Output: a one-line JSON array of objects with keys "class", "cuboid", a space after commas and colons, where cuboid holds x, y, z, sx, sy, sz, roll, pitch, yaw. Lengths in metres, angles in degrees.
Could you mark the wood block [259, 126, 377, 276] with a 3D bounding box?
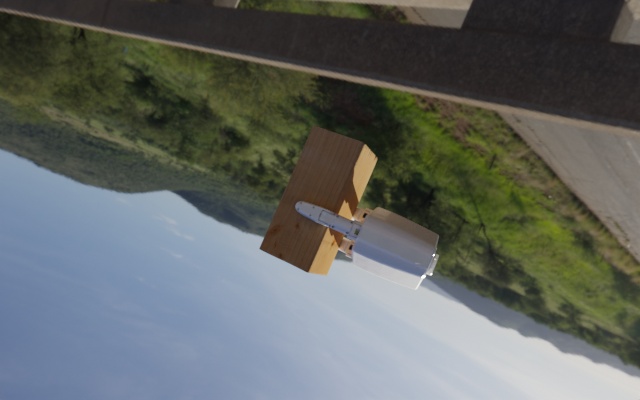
[{"class": "wood block", "cuboid": [0.000, 0.003, 0.744, 0.090, 0.206, 0.091, 23, -3, 23]}]
